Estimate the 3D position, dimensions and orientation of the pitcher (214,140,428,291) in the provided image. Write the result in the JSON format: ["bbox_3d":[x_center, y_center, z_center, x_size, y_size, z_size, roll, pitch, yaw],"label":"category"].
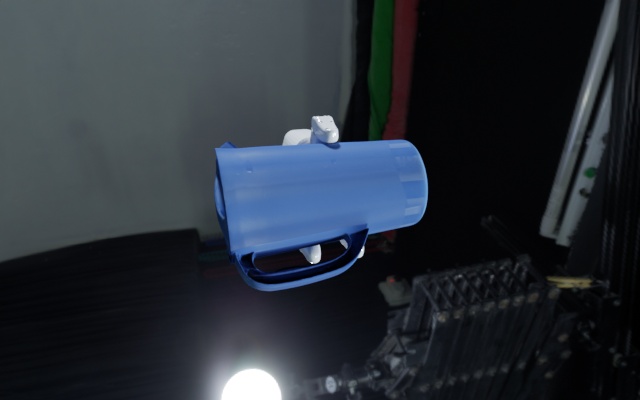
[{"bbox_3d":[0.000,0.002,0.567,0.243,0.149,0.145,-7,18,-13],"label":"pitcher"}]
